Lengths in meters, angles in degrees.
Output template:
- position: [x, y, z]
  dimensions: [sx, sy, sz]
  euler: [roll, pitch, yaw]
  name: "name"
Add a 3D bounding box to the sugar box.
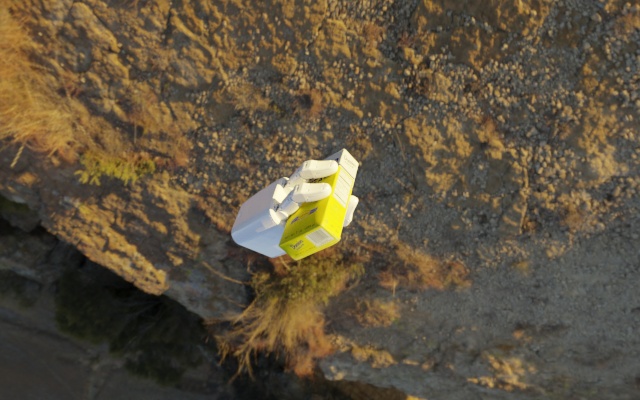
- position: [0.000, 0.002, 0.746]
  dimensions: [0.093, 0.176, 0.048]
  euler: [-27, -57, 34]
  name: "sugar box"
